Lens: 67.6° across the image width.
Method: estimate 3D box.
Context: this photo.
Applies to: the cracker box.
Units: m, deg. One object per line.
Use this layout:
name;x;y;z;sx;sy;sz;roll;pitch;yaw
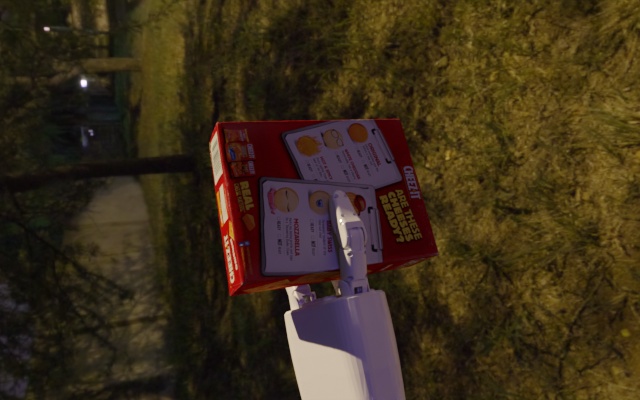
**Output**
cracker box;0.000;0.002;0.509;0.213;0.164;0.072;-5;-18;-24
